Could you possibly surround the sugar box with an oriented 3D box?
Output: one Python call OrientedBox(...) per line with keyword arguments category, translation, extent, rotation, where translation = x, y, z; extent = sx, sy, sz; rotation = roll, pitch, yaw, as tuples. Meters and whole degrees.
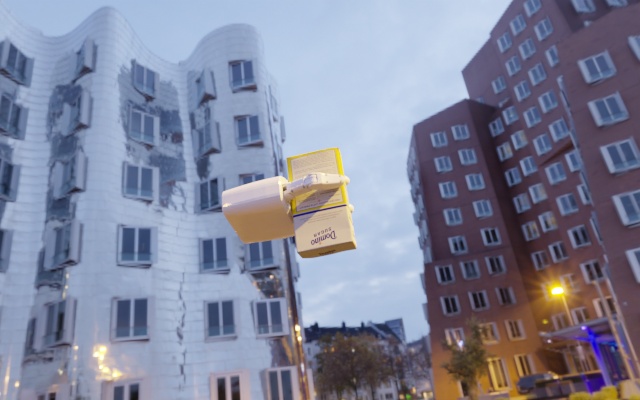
OrientedBox(category="sugar box", translation=(0.000, 0.003, 0.789), extent=(0.093, 0.176, 0.048), rotation=(-12, -24, 9))
